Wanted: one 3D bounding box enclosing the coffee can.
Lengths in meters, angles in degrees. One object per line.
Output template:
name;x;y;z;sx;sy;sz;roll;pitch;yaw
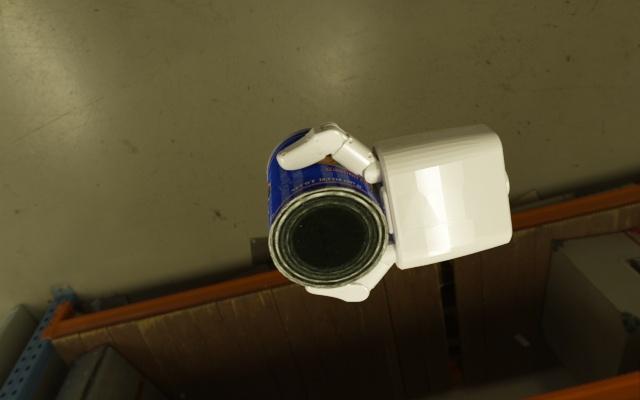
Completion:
coffee can;0.000;0.001;0.462;0.103;0.103;0.140;0;28;-7
